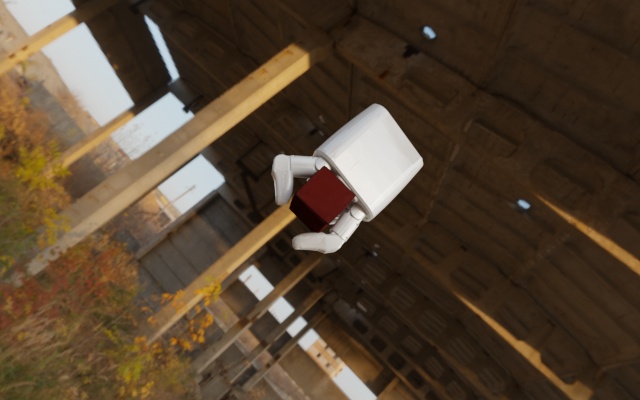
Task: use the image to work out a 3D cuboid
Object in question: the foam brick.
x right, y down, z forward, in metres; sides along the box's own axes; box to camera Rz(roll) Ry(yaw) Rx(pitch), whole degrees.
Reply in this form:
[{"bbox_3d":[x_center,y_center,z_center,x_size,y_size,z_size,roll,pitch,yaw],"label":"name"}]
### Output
[{"bbox_3d":[0.000,0.002,0.576,0.051,0.053,0.078,-44,-3,-16],"label":"foam brick"}]
